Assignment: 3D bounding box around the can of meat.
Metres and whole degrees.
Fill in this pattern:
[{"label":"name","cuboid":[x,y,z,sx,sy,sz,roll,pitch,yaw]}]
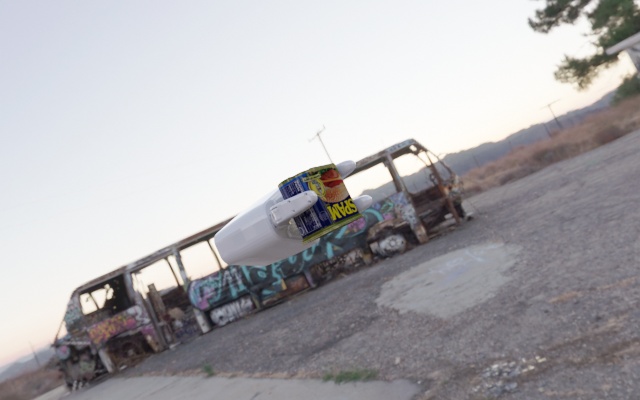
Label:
[{"label":"can of meat","cuboid":[0.000,0.002,0.626,0.057,0.084,0.102,-29,-6,32]}]
